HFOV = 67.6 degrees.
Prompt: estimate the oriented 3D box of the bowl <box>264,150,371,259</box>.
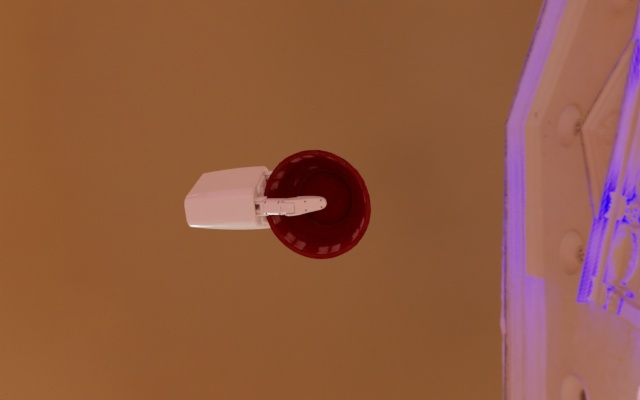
[{"bbox_3d":[0.002,0.003,0.710,0.162,0.162,0.055,0,12,17],"label":"bowl"}]
